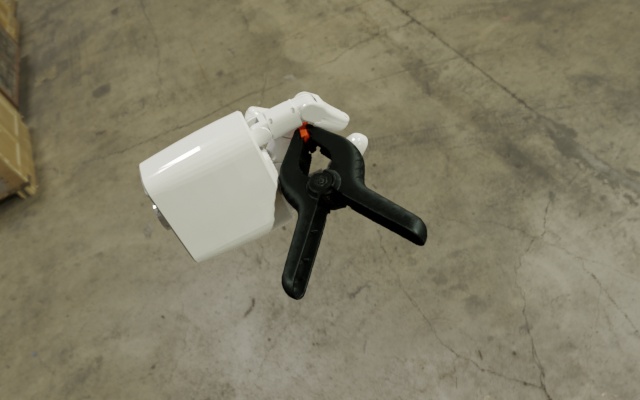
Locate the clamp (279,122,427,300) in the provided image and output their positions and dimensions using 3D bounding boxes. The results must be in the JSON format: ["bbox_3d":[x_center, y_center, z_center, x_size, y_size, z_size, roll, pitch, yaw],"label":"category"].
[{"bbox_3d":[0.000,0.001,0.413,0.120,0.171,0.039,-28,-42,-4],"label":"clamp"}]
